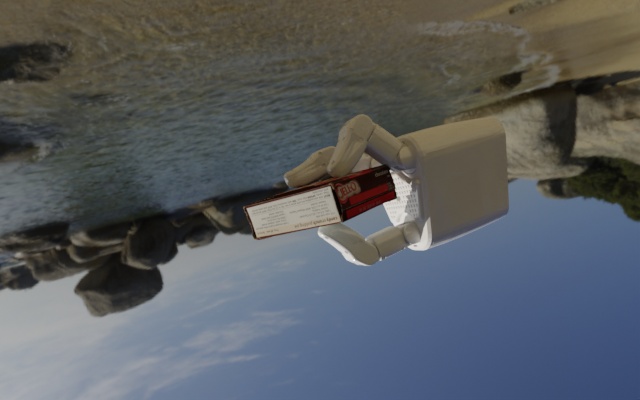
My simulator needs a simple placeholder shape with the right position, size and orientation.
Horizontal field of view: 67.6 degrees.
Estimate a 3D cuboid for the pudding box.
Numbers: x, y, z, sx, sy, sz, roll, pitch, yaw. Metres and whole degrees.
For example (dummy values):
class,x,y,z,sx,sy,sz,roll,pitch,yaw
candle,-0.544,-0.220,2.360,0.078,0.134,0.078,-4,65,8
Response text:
class,x,y,z,sx,sy,sz,roll,pitch,yaw
pudding box,0.000,0.002,0.441,0.113,0.039,0.090,-16,2,40
